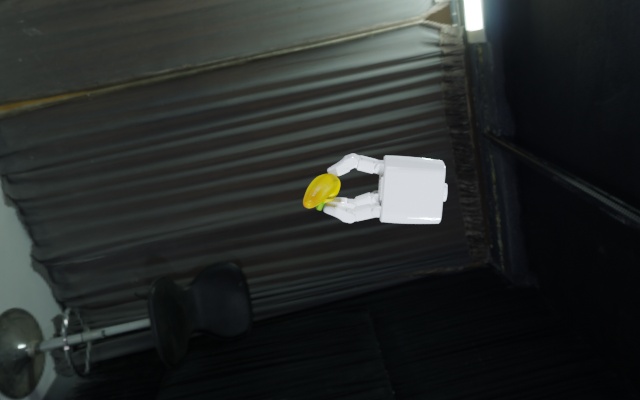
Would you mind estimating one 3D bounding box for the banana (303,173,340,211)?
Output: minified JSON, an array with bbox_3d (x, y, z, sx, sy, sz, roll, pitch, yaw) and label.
[{"bbox_3d":[0.007,-0.015,0.819,0.037,0.069,0.198,20,-1,8],"label":"banana"}]
